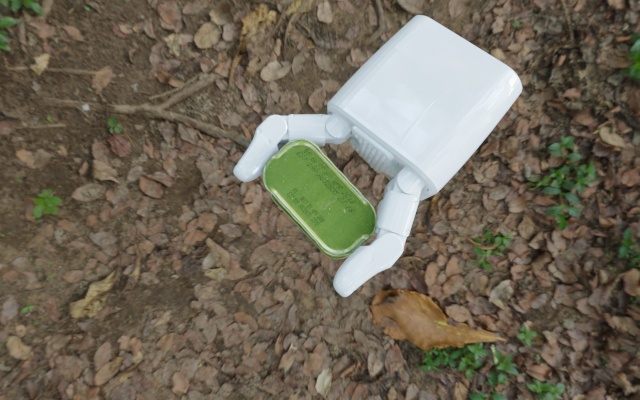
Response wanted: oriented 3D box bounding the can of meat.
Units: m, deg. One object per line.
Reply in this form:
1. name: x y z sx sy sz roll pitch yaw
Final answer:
1. can of meat: 0.000 0.001 0.400 0.057 0.102 0.084 -43 -4 -3
